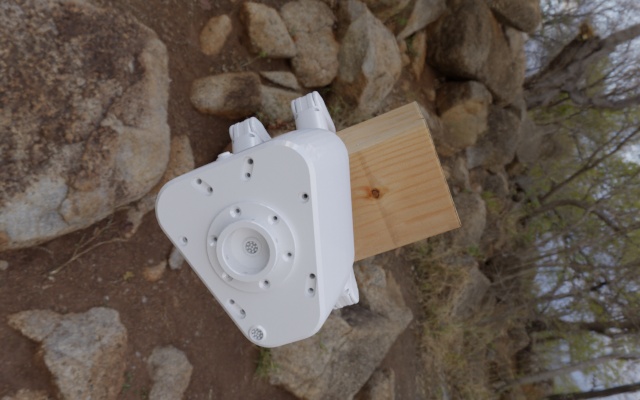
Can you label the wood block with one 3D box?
[{"bbox_3d":[0.000,0.002,0.409,0.206,0.091,0.090,-19,17,13],"label":"wood block"}]
